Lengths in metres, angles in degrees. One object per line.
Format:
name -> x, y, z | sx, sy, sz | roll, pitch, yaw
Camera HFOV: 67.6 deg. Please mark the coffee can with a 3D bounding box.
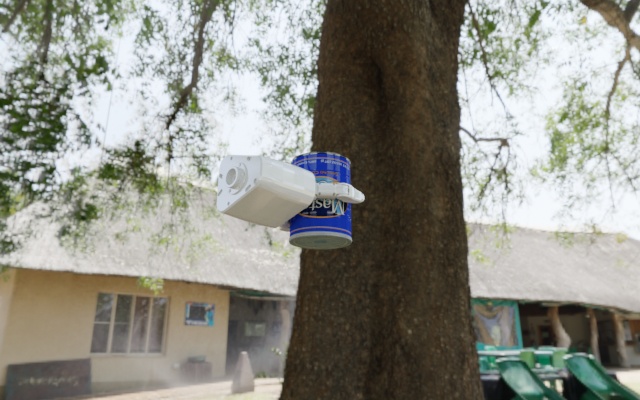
coffee can -> 0.000, 0.003, 0.796 | 0.103, 0.140, 0.103 | 0, -18, 0
